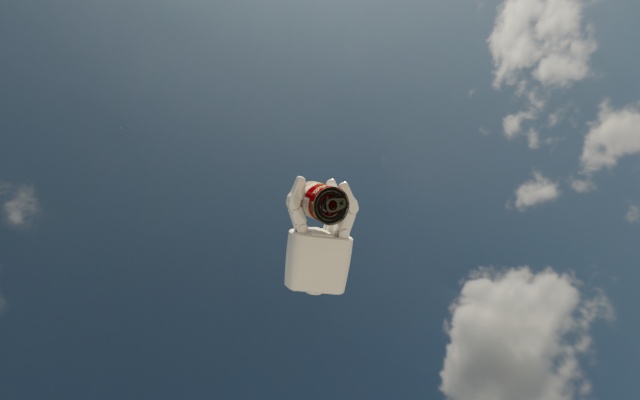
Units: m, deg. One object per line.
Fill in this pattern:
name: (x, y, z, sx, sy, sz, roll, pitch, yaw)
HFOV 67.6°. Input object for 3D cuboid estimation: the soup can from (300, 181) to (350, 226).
soup can: (0.000, 0.002, 0.862, 0.068, 0.068, 0.102, 0, 8, -23)
